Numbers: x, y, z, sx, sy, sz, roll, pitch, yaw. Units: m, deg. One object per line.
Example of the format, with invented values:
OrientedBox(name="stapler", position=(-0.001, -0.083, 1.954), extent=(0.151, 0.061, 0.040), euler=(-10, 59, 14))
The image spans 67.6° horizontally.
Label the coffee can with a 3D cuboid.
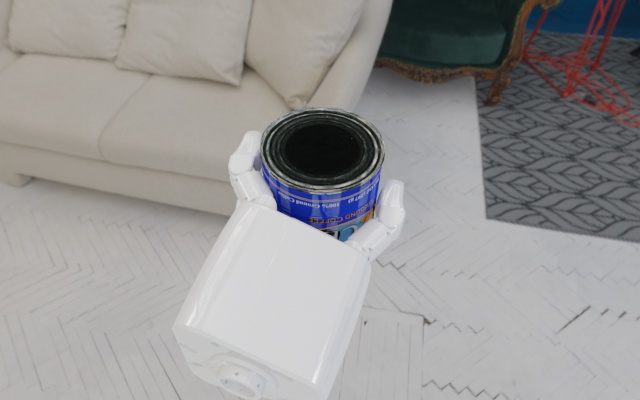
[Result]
OrientedBox(name="coffee can", position=(0.000, 0.001, 0.438), extent=(0.103, 0.102, 0.140), euler=(0, -41, -1))
